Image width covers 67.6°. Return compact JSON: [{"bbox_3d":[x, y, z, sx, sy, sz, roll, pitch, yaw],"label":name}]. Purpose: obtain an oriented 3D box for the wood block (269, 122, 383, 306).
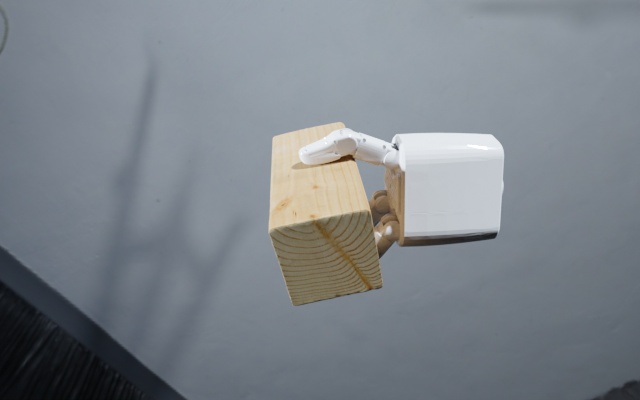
[{"bbox_3d":[0.000,0.001,0.510,0.090,0.091,0.206,-12,30,2],"label":"wood block"}]
